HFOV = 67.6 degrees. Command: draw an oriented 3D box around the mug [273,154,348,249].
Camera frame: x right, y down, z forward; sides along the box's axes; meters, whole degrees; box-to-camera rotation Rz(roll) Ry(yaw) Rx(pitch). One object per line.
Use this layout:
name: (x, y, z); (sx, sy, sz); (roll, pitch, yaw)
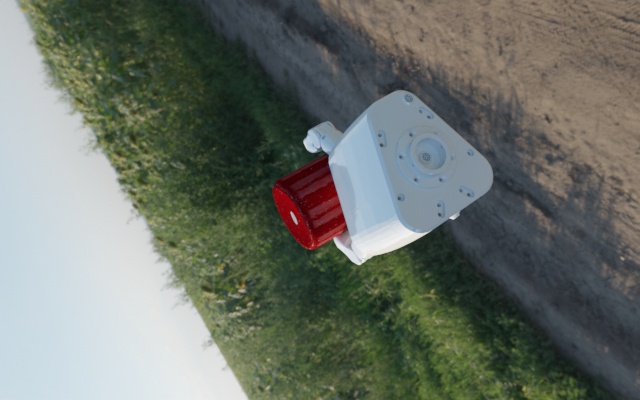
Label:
mug: (0.000, 0.002, 0.519); (0.081, 0.093, 0.117); (-30, -6, -19)
